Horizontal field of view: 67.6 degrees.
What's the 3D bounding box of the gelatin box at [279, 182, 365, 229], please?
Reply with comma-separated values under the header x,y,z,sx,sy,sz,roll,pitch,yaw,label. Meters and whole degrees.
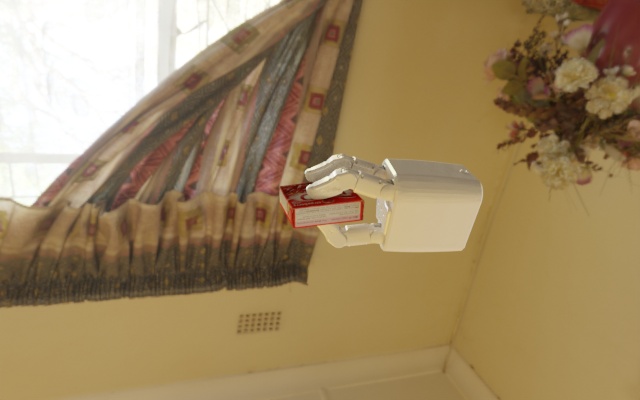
x,y,z,sx,sy,sz,roll,pitch,yaw,label
0.000,0.002,0.586,0.089,0.030,0.073,-7,24,-15,gelatin box
